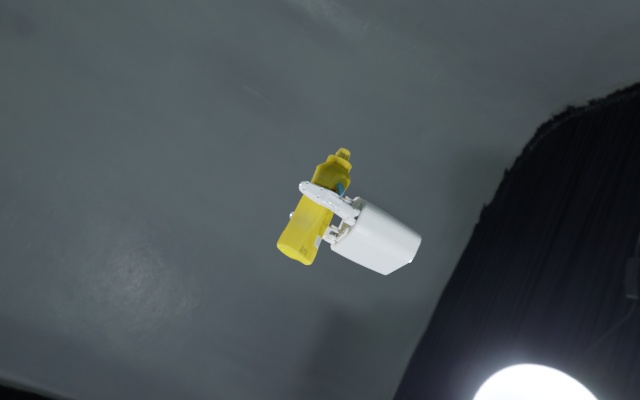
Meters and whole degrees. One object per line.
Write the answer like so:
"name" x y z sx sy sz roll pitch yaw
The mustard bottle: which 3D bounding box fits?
"mustard bottle" 0.000 0.003 0.752 0.058 0.191 0.096 23 -13 16
